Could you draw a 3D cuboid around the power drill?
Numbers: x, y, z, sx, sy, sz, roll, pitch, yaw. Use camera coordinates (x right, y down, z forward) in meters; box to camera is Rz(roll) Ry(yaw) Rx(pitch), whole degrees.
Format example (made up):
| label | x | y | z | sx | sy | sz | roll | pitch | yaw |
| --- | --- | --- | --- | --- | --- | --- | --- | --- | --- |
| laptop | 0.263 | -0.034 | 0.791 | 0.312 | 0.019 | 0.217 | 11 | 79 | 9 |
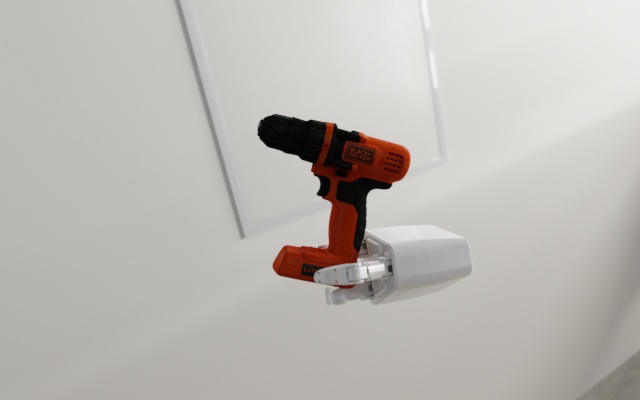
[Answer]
| label | x | y | z | sx | sy | sz | roll | pitch | yaw |
| --- | --- | --- | --- | --- | --- | --- | --- | --- | --- |
| power drill | 0.000 | 0.002 | 0.569 | 0.184 | 0.188 | 0.057 | 13 | 10 | -8 |
